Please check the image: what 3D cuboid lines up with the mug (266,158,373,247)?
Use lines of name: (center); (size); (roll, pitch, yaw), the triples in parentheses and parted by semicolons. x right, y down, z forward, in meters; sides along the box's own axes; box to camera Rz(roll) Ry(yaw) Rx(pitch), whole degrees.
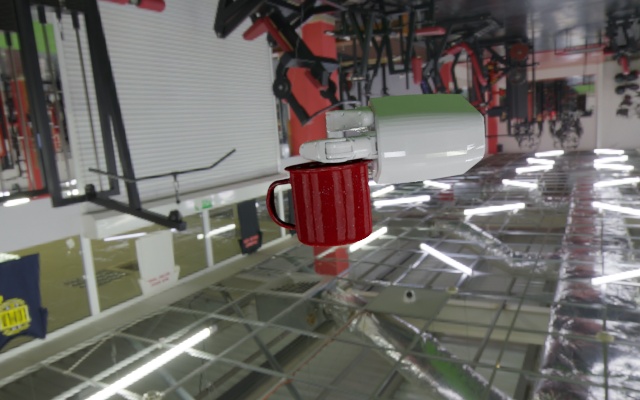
mug: (-0.001, 0.002, 0.507); (0.117, 0.081, 0.093); (-5, 9, 5)
